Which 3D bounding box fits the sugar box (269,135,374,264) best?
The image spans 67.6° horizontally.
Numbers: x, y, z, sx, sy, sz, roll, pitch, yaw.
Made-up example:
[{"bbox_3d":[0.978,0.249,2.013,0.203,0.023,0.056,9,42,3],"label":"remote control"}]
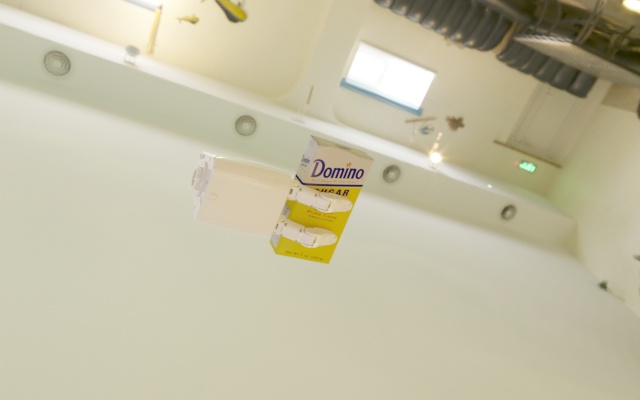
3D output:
[{"bbox_3d":[0.000,0.003,0.697,0.093,0.176,0.048,13,21,-26],"label":"sugar box"}]
